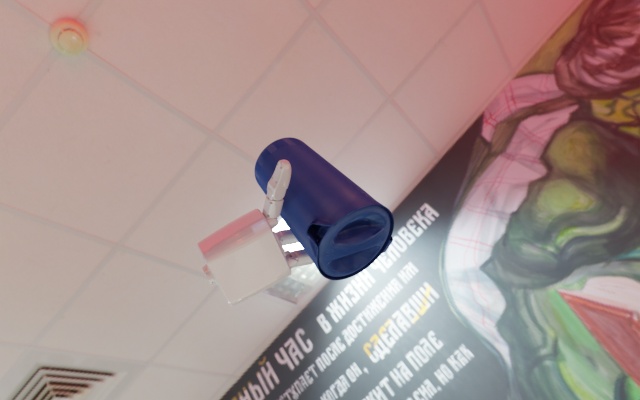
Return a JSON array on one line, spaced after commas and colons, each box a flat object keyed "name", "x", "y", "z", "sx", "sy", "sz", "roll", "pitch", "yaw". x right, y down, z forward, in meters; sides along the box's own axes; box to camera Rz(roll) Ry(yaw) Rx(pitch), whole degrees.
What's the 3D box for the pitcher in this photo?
[{"name": "pitcher", "x": 0.000, "y": 0.003, "z": 0.758, "sx": 0.145, "sy": 0.149, "sz": 0.242, "roll": -29, "pitch": 46, "yaw": -15}]
